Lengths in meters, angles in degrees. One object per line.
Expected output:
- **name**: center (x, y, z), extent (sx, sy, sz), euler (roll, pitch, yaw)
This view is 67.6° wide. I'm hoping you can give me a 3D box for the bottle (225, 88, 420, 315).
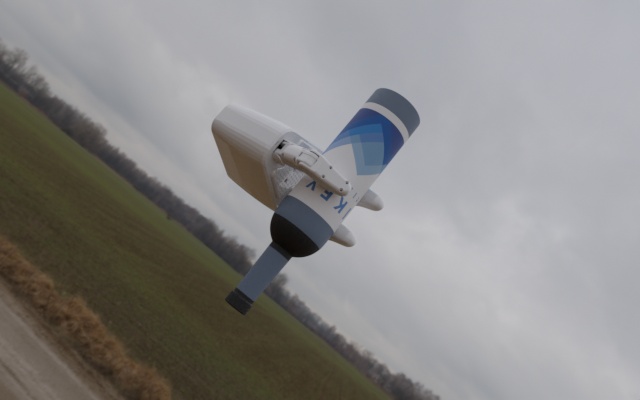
- **bottle**: center (0.000, 0.002, 0.535), extent (0.069, 0.295, 0.069), euler (37, -13, 10)
